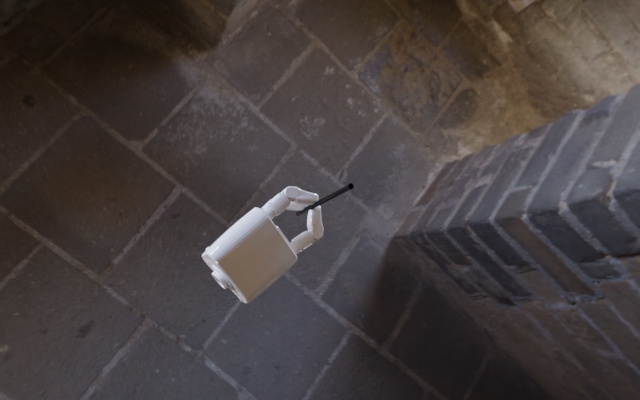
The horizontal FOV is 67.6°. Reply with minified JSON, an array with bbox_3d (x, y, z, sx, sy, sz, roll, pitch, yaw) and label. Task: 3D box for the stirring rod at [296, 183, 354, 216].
[{"bbox_3d":[0.000,0.003,0.752,0.011,0.011,0.239,0,-10,-20],"label":"stirring rod"}]
